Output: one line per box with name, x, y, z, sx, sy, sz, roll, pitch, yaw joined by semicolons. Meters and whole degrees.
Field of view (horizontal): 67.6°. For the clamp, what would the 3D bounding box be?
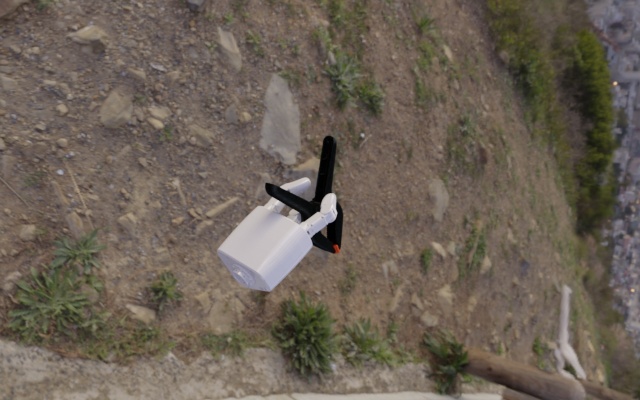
clamp;0.001;0.003;0.836;0.036;0.210;0.164;15;51;43
